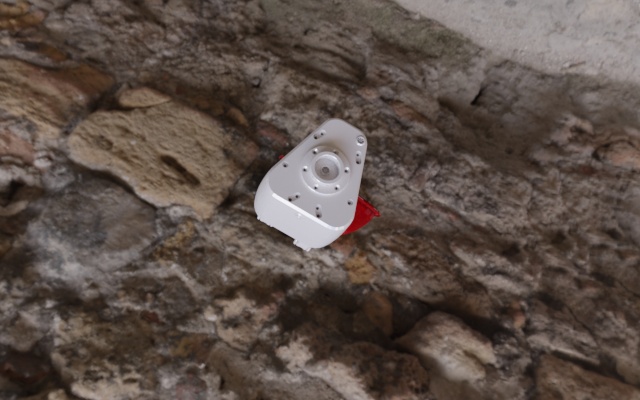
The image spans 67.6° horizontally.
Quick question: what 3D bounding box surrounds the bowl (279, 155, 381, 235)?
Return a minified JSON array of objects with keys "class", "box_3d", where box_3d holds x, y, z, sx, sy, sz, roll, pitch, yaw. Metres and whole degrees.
[{"class":"bowl","box_3d":[0.000,0.003,0.661,0.162,0.055,0.162,30,-4,2]}]
